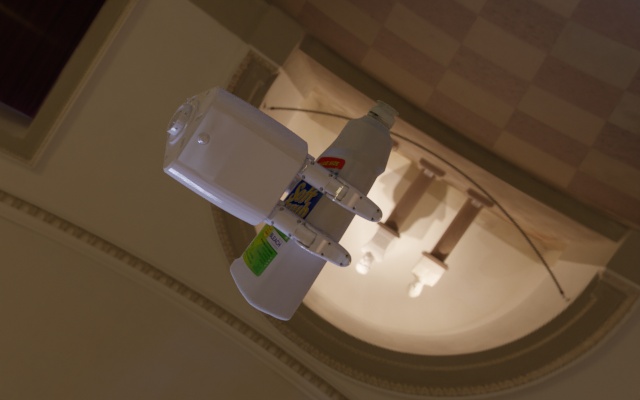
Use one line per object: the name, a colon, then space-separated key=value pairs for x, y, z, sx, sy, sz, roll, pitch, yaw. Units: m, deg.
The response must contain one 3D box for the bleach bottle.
bleach bottle: x=0.000 y=0.002 z=0.527 sx=0.068 sy=0.251 sz=0.102 roll=32 pitch=3 yaw=-29
